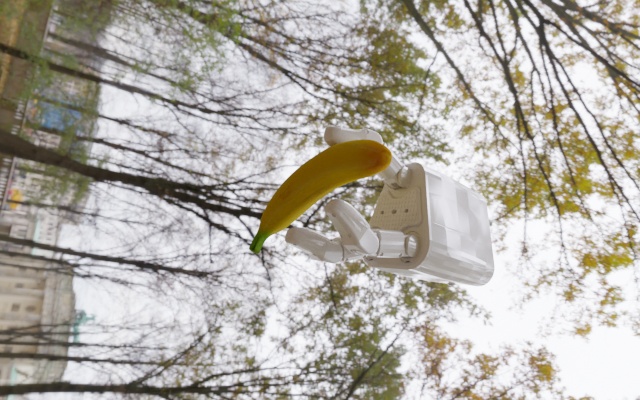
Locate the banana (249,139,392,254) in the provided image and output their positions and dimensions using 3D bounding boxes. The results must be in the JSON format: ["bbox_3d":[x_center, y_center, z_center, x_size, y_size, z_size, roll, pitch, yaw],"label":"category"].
[{"bbox_3d":[-0.001,-0.012,0.451,0.037,0.069,0.198,24,-41,-28],"label":"banana"}]
